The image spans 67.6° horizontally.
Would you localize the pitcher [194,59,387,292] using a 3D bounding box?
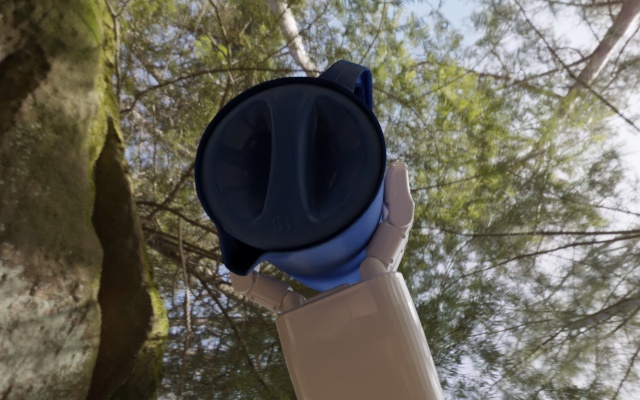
[{"bbox_3d":[0.000,0.002,0.431,0.149,0.145,0.243,-20,-21,1],"label":"pitcher"}]
